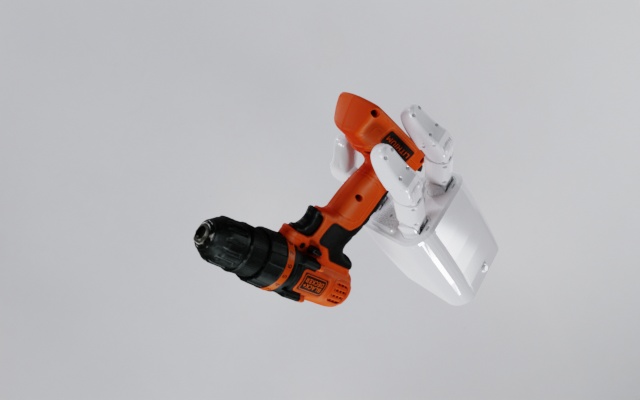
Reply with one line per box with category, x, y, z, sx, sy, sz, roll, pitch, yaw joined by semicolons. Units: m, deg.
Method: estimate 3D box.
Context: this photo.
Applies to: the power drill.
power drill;0.001;0.001;0.429;0.057;0.187;0.184;38;4;43
